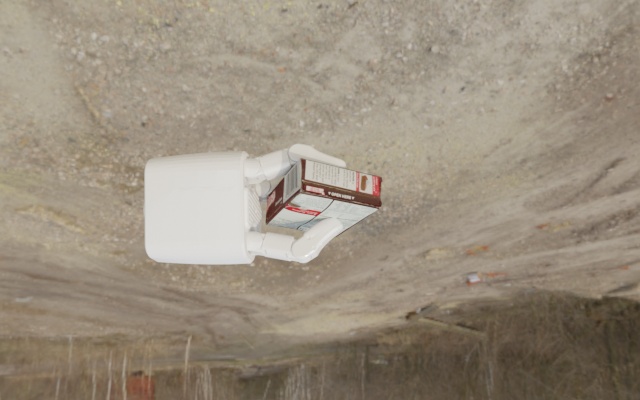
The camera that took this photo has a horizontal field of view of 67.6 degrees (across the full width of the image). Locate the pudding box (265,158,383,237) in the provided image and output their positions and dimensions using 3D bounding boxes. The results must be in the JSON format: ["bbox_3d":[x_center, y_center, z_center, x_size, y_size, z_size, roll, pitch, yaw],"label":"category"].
[{"bbox_3d":[0.000,0.002,0.505,0.090,0.039,0.113,11,-22,-20],"label":"pudding box"}]
